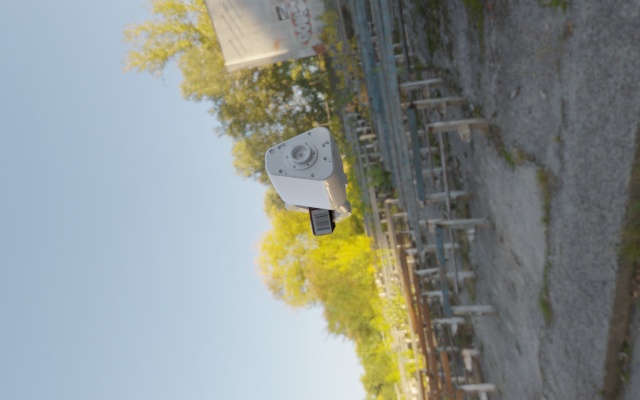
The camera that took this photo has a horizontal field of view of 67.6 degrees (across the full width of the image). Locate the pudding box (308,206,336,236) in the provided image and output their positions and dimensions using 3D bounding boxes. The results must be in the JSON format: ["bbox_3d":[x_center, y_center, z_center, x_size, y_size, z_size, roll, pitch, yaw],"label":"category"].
[{"bbox_3d":[0.000,0.003,0.879,0.039,0.113,0.090,-7,4,7],"label":"pudding box"}]
